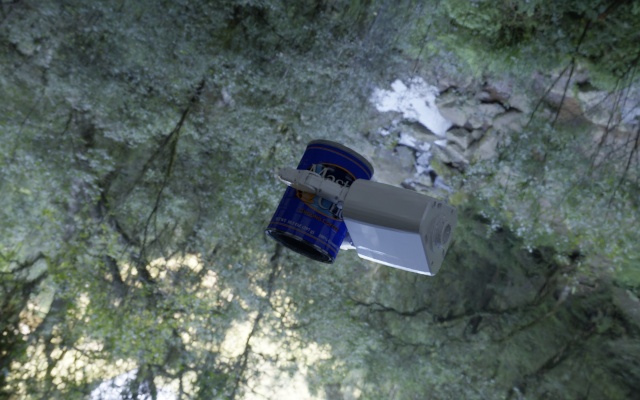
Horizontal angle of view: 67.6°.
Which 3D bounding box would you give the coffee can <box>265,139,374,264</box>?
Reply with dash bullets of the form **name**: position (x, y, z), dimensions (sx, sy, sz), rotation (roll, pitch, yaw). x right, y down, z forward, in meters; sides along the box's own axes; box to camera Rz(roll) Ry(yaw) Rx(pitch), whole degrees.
- **coffee can**: position (0.000, 0.002, 0.657), dimensions (0.103, 0.140, 0.103), rotation (23, -16, 7)
